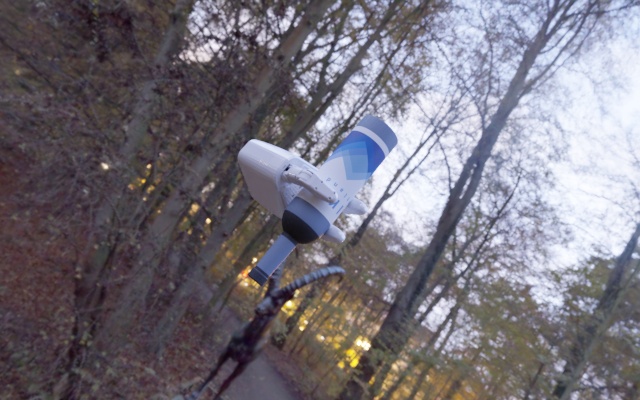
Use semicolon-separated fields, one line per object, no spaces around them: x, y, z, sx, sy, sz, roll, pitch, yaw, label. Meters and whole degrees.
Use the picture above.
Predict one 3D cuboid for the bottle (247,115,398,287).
0.000;0.002;0.699;0.069;0.295;0.069;37;-13;11;bottle
